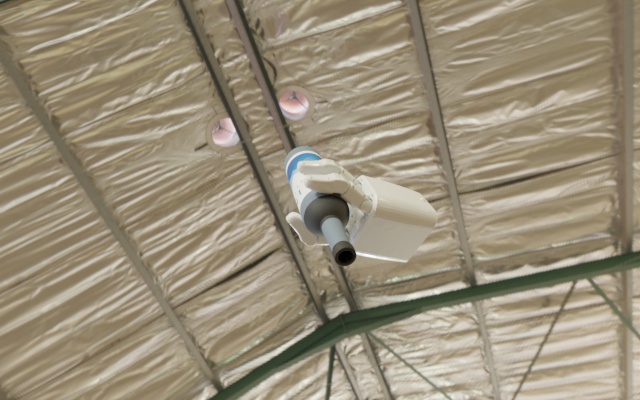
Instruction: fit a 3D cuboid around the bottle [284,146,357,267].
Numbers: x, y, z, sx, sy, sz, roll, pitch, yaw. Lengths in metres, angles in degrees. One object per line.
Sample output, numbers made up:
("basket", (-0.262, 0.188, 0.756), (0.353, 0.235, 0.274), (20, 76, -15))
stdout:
("bottle", (0.000, 0.002, 0.693), (0.069, 0.069, 0.295), (0, 26, -13))
